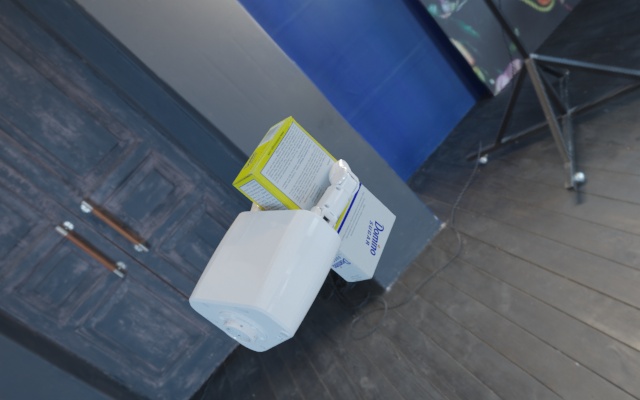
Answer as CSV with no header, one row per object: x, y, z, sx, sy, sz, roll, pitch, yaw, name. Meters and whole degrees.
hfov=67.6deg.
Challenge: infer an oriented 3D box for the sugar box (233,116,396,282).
0.000,0.002,0.522,0.176,0.093,0.048,44,-37,-22,sugar box
